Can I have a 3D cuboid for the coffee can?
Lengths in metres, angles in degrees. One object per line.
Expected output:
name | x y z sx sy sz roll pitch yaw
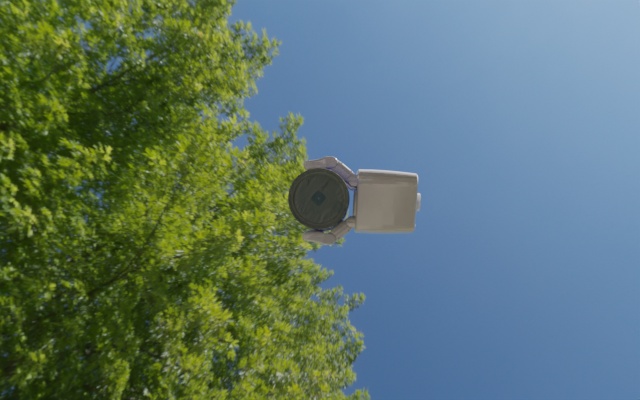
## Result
coffee can | 0.000 0.003 0.861 0.103 0.103 0.140 0 -5 3
